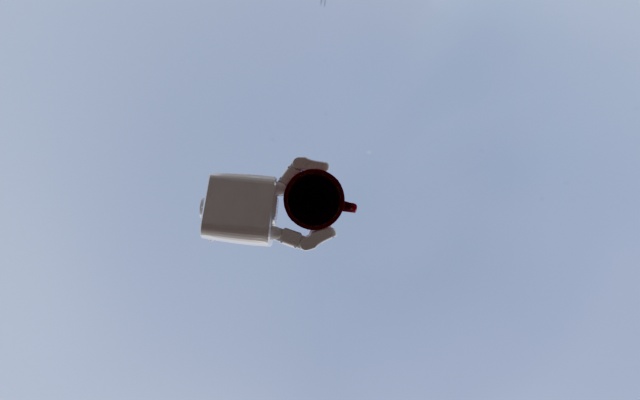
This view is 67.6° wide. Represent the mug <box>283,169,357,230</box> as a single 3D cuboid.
[{"bbox_3d":[0.002,0.003,0.759,0.117,0.093,0.081,8,-4,-3],"label":"mug"}]
